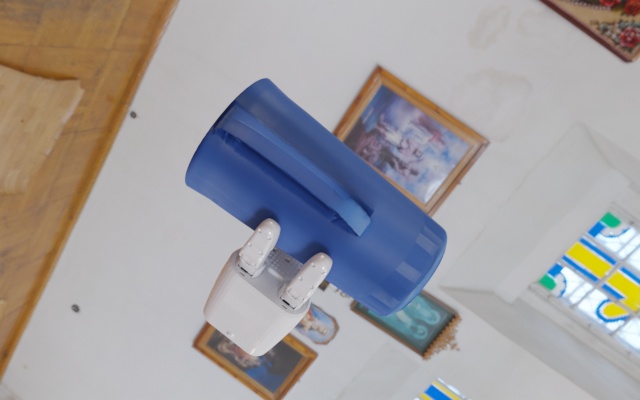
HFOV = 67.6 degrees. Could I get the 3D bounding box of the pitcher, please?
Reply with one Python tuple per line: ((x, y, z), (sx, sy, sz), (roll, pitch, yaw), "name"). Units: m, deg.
((0.000, 0.002, 0.463), (0.243, 0.145, 0.149), (37, 37, 1), "pitcher")
